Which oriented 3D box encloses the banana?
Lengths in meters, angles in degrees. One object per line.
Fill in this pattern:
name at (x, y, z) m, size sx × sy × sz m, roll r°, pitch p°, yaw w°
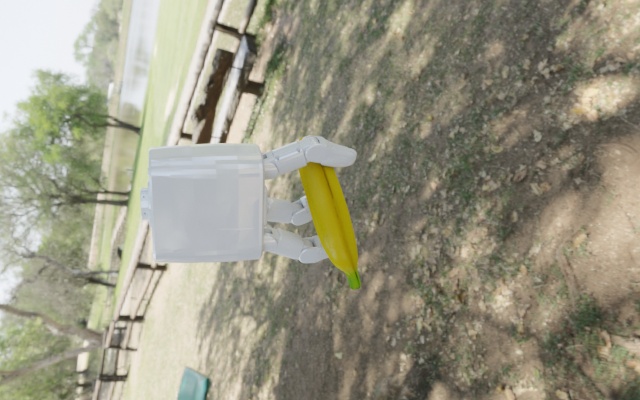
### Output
banana at (0.002, -0.005, 0.508) m, size 0.037 × 0.197 × 0.070 m, roll -12°, pitch -30°, yaw -9°
